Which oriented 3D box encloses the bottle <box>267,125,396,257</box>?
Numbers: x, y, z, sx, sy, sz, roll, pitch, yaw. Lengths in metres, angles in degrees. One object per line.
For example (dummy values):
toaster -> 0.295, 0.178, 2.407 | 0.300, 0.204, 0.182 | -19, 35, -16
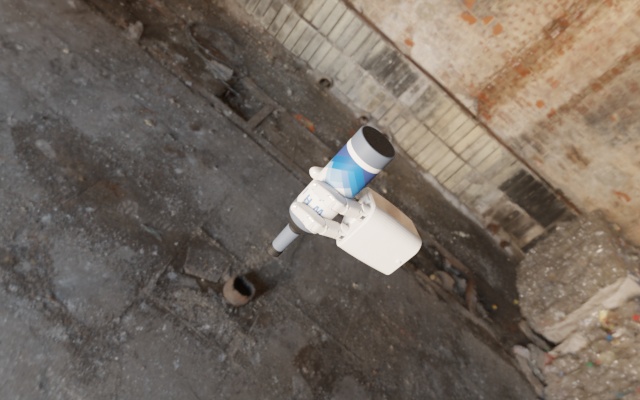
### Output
bottle -> 0.000, 0.002, 0.782 | 0.069, 0.069, 0.296 | 0, -37, -47
